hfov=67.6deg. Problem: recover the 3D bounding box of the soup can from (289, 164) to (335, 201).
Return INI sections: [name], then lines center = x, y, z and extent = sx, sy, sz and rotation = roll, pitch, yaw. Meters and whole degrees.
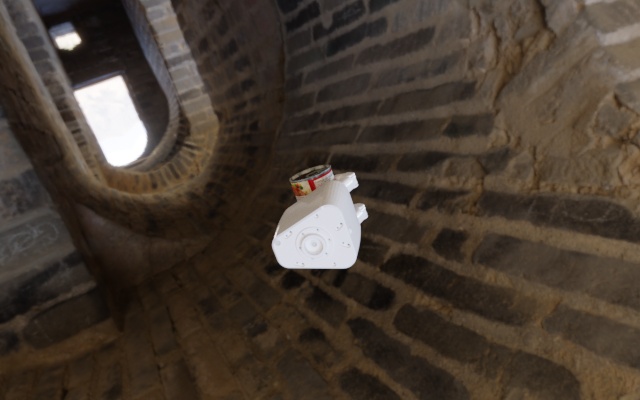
[soup can]
center = 0.000, 0.003, 0.754
extent = 0.068, 0.102, 0.068
rotation = -18, 15, 5
